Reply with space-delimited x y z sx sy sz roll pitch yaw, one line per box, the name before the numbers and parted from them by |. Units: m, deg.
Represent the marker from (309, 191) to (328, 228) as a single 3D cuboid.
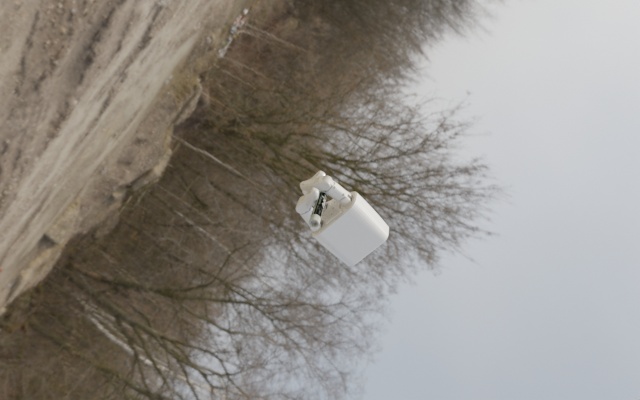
marker | 0.000 0.003 0.867 0.020 0.020 0.121 0 38 14
